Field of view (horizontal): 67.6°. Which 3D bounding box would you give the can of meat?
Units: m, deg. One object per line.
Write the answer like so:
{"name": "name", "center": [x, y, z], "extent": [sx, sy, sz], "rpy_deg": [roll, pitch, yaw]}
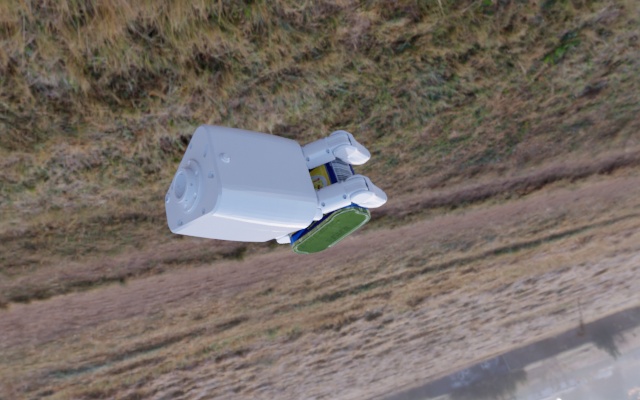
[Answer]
{"name": "can of meat", "center": [0.000, 0.002, 0.535], "extent": [0.057, 0.084, 0.102], "rpy_deg": [11, -39, -43]}
